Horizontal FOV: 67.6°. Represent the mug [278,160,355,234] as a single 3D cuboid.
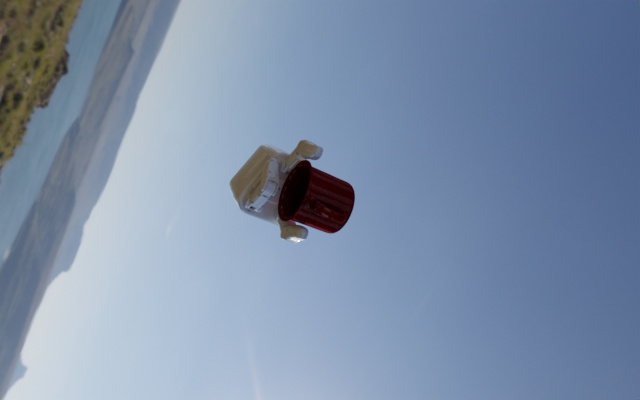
[{"bbox_3d":[0.001,0.003,0.681,0.081,0.093,0.117,22,7,-26],"label":"mug"}]
